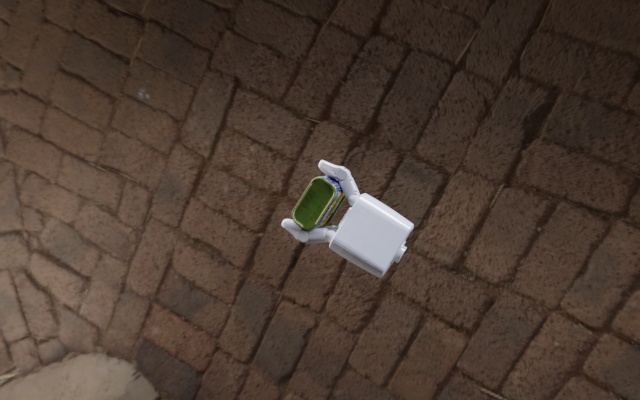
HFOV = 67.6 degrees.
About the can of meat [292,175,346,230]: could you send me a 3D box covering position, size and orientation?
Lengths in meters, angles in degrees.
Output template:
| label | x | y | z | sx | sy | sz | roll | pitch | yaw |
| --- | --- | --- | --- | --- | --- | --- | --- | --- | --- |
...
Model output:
| label | x | y | z | sx | sy | sz | roll | pitch | yaw |
| --- | --- | --- | --- | --- | --- | --- | --- | --- | --- |
| can of meat | 0.000 | 0.003 | 0.866 | 0.057 | 0.102 | 0.084 | 35 | 14 | 12 |
